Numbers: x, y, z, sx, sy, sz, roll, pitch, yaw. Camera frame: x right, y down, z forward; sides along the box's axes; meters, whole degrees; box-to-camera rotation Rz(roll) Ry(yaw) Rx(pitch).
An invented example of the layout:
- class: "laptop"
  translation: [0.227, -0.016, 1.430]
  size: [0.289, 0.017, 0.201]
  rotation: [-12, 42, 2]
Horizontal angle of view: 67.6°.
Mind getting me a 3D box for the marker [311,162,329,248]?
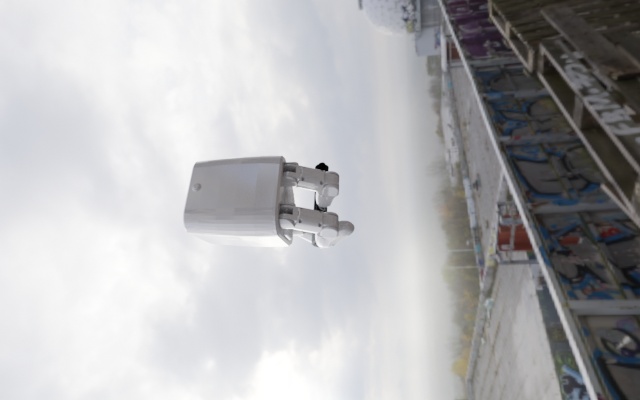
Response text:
- class: "marker"
  translation: [0.000, 0.002, 0.610]
  size: [0.020, 0.121, 0.020]
  rotation: [2, -32, 1]
